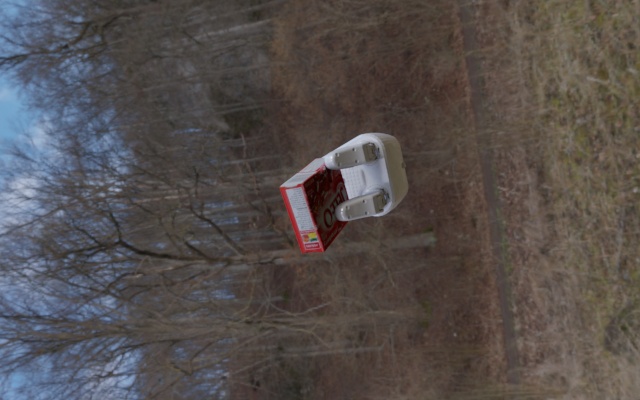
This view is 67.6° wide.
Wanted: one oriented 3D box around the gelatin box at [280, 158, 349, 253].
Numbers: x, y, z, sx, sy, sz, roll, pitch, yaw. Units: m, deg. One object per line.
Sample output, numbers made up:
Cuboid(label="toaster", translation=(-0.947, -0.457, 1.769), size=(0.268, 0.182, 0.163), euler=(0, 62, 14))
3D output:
Cuboid(label="gelatin box", translation=(0.000, 0.002, 0.492), size=(0.030, 0.073, 0.089), euler=(-8, 19, 28))
